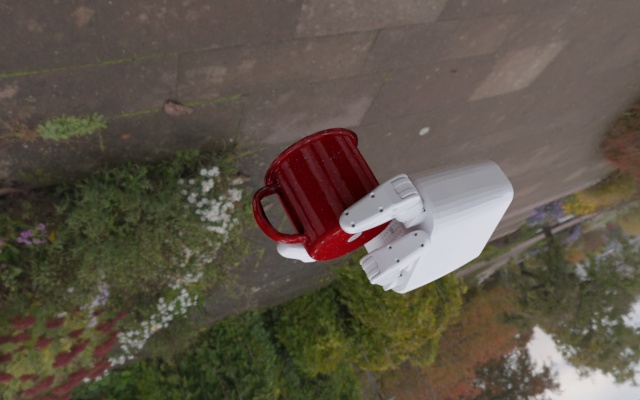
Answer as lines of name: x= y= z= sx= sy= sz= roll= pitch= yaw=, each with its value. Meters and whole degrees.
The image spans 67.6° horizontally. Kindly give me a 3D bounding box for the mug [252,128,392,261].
mug: x=-0.001 y=0.002 z=0.405 sx=0.117 sy=0.081 sz=0.093 roll=-16 pitch=-25 yaw=-29
